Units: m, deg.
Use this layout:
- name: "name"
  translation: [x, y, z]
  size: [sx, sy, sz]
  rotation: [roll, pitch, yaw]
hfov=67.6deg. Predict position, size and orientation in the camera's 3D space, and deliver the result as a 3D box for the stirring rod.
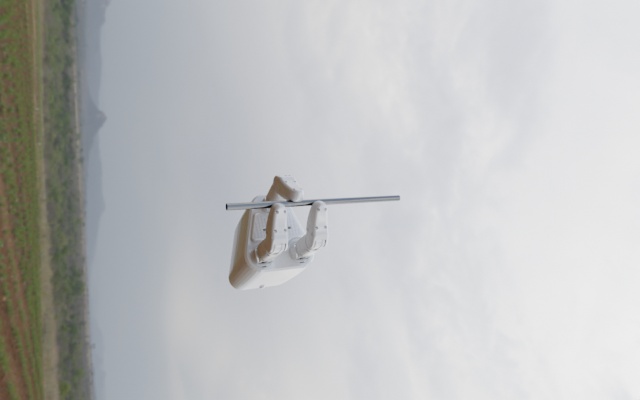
- name: "stirring rod"
  translation: [0.000, 0.002, 0.597]
  size: [0.239, 0.011, 0.011]
  rotation: [-3, 1, -28]
